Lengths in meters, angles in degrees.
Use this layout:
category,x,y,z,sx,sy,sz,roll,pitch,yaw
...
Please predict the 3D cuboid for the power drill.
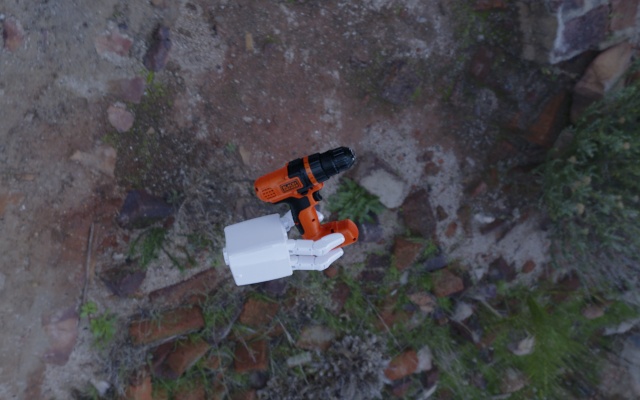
category,x,y,z,sx,sy,sz,roll,pitch,yaw
power drill,0.000,0.003,0.856,0.184,0.188,0.057,-19,32,15
